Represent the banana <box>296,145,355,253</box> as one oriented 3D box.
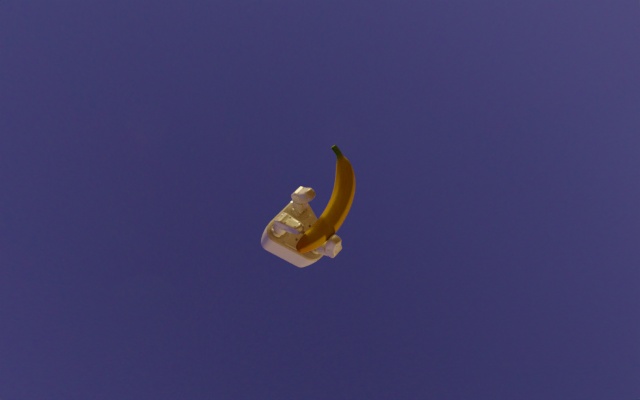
[{"bbox_3d":[0.018,0.007,0.813,0.069,0.197,0.037,22,-18,-11],"label":"banana"}]
